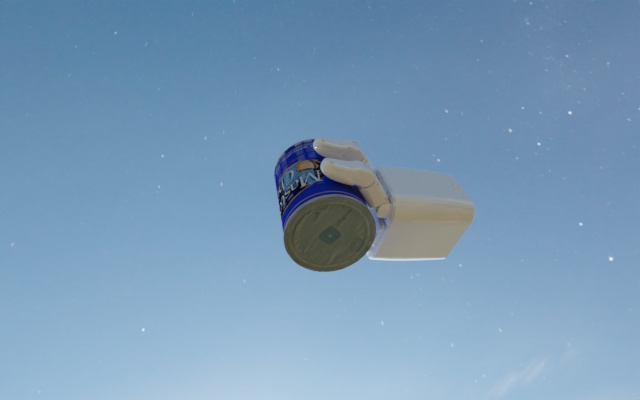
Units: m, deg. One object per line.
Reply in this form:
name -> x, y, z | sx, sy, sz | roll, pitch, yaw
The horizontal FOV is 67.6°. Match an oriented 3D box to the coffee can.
coffee can -> 0.000, 0.002, 0.577 | 0.103, 0.103, 0.140 | 0, 33, -11
